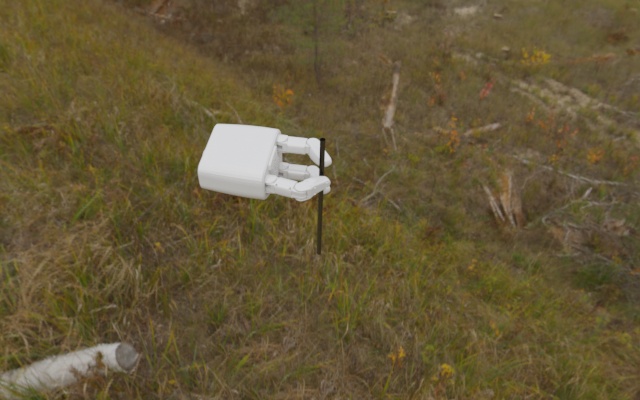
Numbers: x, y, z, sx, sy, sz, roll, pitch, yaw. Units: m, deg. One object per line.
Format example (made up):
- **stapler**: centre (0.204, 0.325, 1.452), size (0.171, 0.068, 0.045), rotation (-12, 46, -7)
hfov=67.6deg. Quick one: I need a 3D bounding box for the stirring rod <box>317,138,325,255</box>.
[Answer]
- **stirring rod**: centre (0.000, 0.003, 0.768), size (0.011, 0.240, 0.011), rotation (1, 41, -1)
